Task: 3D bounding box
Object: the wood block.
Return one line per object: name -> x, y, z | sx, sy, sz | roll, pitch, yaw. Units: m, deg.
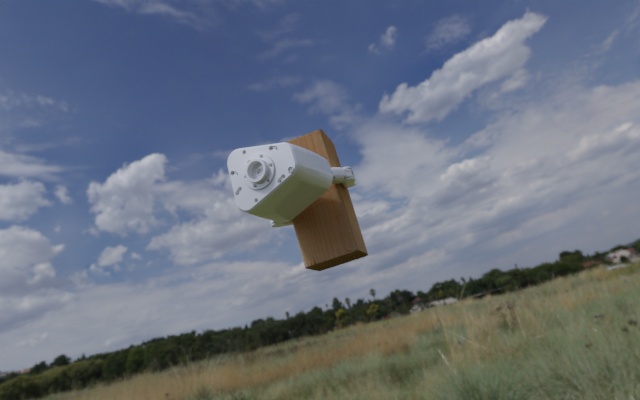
wood block -> 0.000, 0.002, 0.785 | 0.091, 0.206, 0.090 | -19, -16, 11
